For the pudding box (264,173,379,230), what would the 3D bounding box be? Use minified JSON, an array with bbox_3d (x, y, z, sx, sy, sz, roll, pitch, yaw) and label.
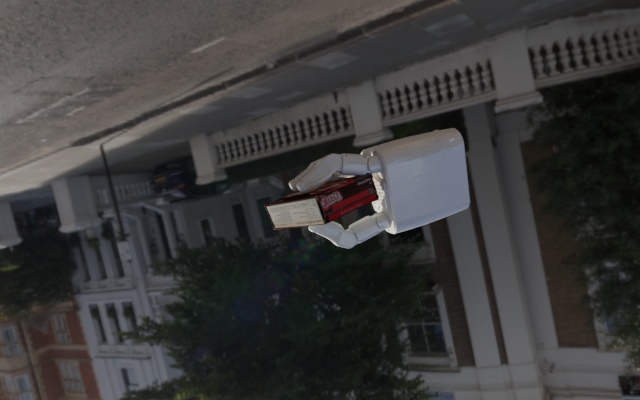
[{"bbox_3d":[0.000,0.002,0.579,0.090,0.039,0.113,-22,6,-37],"label":"pudding box"}]
